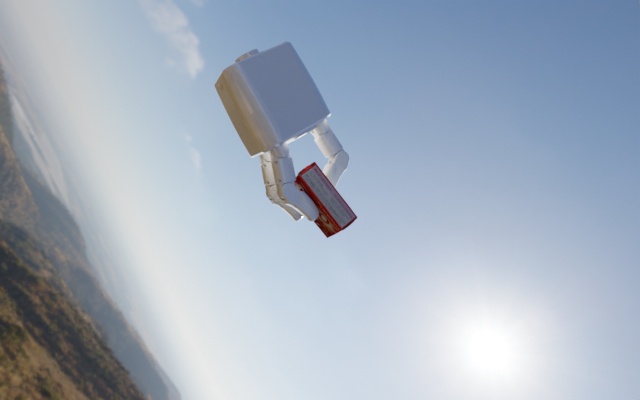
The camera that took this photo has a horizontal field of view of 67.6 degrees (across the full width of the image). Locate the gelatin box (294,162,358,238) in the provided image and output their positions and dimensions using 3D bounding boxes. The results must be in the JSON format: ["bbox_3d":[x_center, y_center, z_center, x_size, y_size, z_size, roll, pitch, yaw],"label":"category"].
[{"bbox_3d":[0.001,0.002,0.608,0.030,0.089,0.073,-38,-1,-19],"label":"gelatin box"}]
